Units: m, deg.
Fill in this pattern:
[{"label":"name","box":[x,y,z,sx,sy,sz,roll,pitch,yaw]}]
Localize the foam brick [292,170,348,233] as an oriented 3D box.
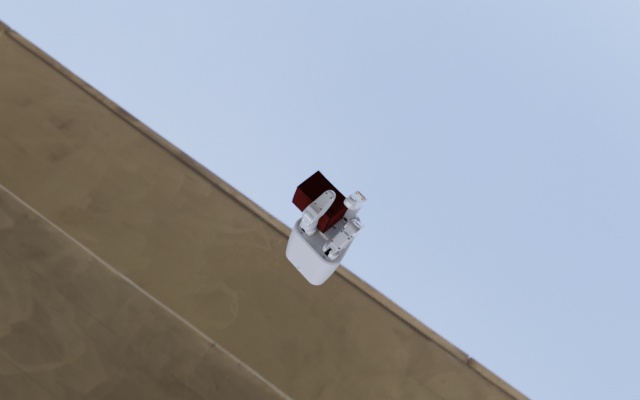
[{"label":"foam brick","box":[0.000,0.002,0.775,0.053,0.078,0.051,-37,-15,-30]}]
